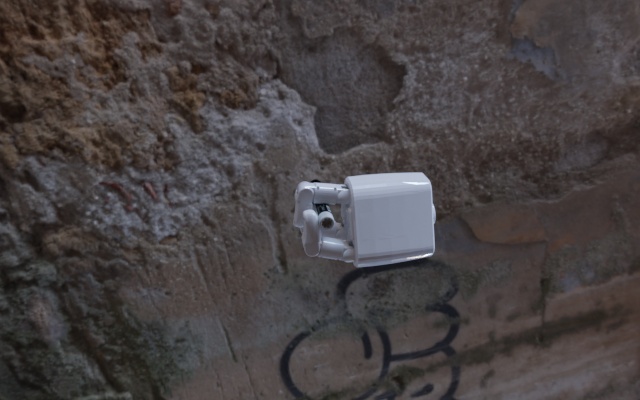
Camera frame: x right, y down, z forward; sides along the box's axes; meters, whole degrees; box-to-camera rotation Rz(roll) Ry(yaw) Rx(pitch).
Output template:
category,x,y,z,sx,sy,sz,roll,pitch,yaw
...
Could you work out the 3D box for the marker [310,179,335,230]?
category,x,y,z,sx,sy,sz,roll,pitch,yaw
marker,0.000,0.002,0.633,0.020,0.020,0.121,0,25,-9
